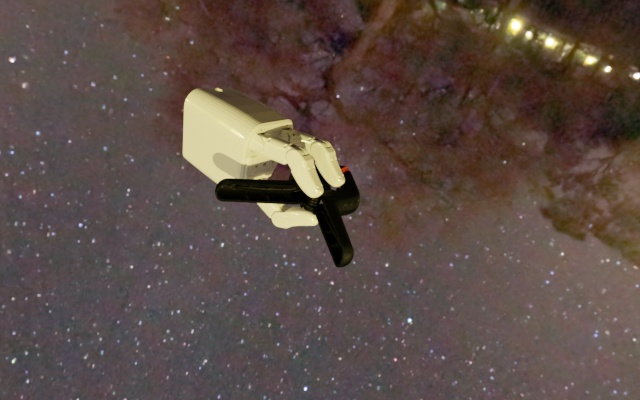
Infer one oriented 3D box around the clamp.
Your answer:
[{"bbox_3d":[0.000,0.002,0.570,0.164,0.036,0.210,33,27,18],"label":"clamp"}]
